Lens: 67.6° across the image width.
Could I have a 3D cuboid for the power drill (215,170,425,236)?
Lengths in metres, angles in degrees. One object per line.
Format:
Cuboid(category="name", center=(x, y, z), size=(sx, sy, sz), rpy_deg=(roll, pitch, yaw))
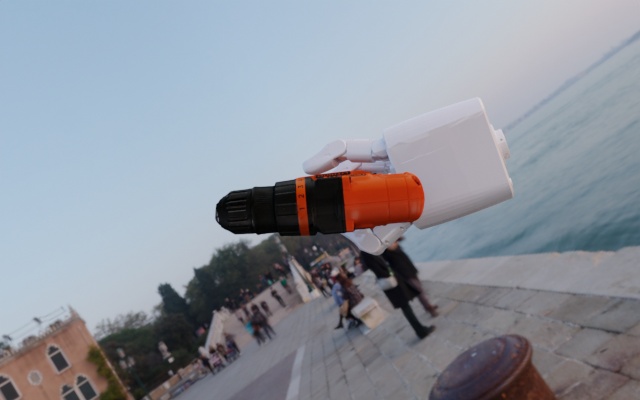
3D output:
Cuboid(category="power drill", center=(0.000, 0.001, 0.491), size=(0.184, 0.057, 0.187), rpy_deg=(-3, 5, 1))
